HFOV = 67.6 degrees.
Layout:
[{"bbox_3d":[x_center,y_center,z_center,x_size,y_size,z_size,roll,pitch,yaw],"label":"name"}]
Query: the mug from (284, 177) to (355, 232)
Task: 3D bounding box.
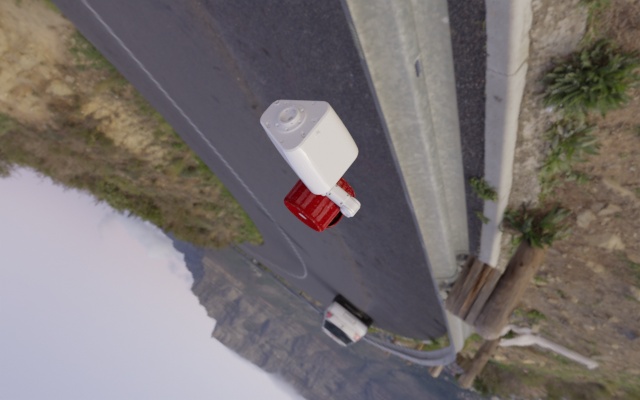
[{"bbox_3d":[0.001,0.003,0.780,0.093,0.081,0.117,28,-16,42],"label":"mug"}]
